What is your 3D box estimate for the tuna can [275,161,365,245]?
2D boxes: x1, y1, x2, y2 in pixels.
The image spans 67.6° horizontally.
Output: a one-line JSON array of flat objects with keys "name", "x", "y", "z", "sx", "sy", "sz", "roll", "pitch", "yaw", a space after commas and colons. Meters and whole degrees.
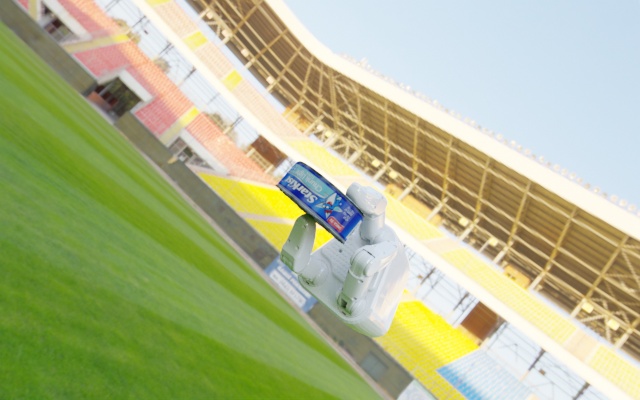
[{"name": "tuna can", "x": 0.000, "y": 0.001, "z": 0.452, "sx": 0.086, "sy": 0.034, "sz": 0.086, "roll": 40, "pitch": -4, "yaw": 3}]
